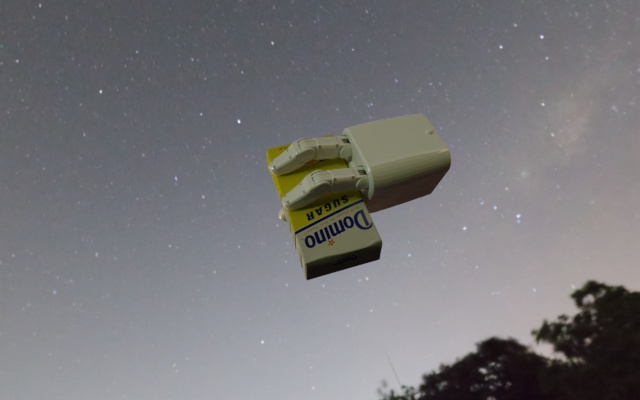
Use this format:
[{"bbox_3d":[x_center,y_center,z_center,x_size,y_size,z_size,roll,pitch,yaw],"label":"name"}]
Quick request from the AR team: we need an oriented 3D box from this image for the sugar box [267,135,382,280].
[{"bbox_3d":[0.000,0.001,0.580,0.093,0.176,0.048,-15,-37,-11],"label":"sugar box"}]
